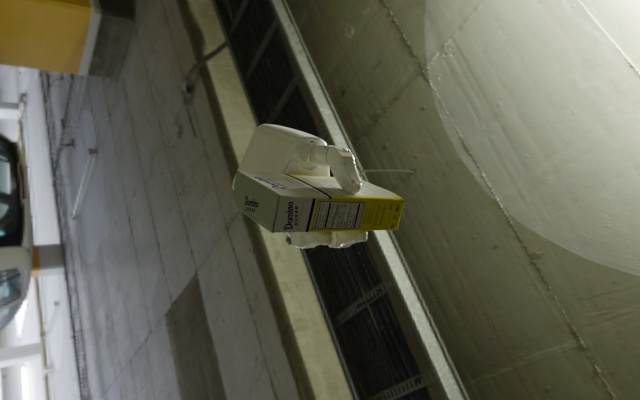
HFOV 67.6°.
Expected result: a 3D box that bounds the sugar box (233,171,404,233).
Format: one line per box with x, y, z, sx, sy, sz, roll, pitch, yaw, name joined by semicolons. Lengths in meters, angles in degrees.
0.000;0.002;0.538;0.176;0.048;0.093;-1;19;-37;sugar box
